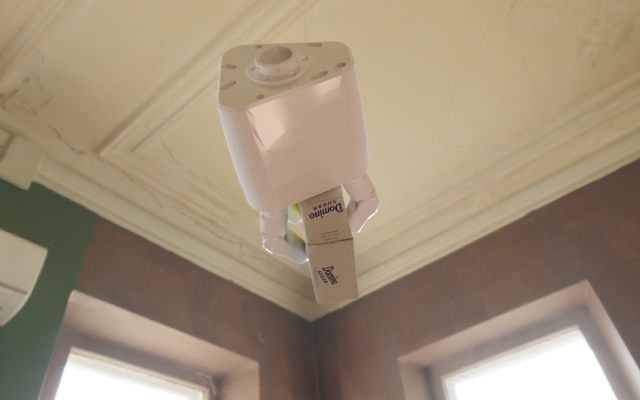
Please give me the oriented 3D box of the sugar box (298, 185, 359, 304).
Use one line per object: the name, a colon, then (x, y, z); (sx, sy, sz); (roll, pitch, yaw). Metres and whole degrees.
sugar box: (-0.001, 0.001, 0.470); (0.048, 0.176, 0.093); (-8, -44, 1)
